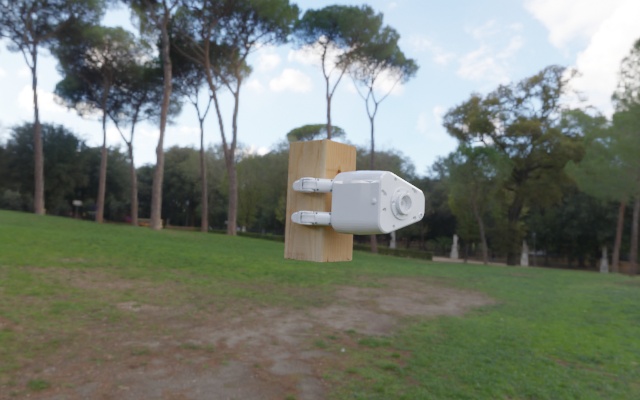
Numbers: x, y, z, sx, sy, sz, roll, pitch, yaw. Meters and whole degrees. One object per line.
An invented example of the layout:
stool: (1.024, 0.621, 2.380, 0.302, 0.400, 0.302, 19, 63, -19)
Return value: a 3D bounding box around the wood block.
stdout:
wood block: (0.001, 0.003, 0.852, 0.090, 0.206, 0.091, 0, -4, 41)
